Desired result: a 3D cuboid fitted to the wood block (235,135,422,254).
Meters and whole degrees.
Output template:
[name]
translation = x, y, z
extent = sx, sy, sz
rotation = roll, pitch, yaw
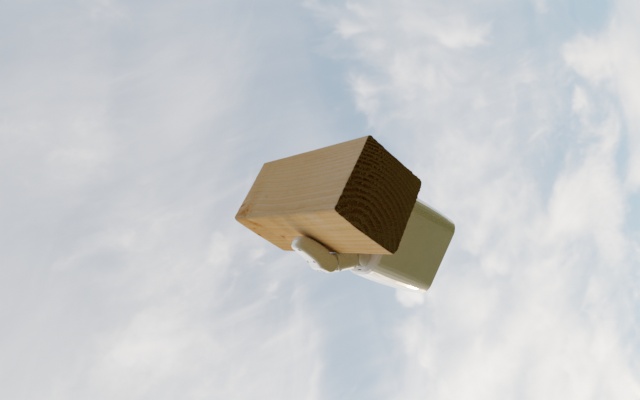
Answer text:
[wood block]
translation = 0.000, 0.002, 0.551
extent = 0.090, 0.090, 0.206
rotation = 37, -24, -28
